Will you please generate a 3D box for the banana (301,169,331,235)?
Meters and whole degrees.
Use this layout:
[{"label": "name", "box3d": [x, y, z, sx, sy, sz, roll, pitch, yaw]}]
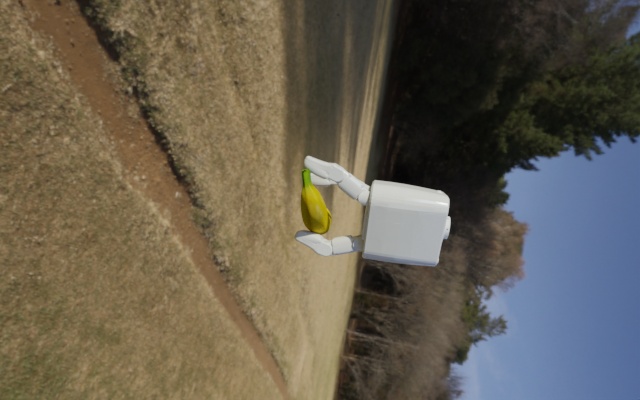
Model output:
[{"label": "banana", "box3d": [-0.003, 0.019, 0.727, 0.037, 0.069, 0.198, 6, -17, 8]}]
